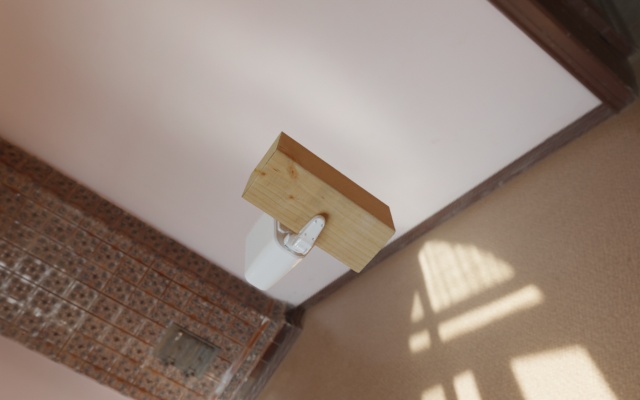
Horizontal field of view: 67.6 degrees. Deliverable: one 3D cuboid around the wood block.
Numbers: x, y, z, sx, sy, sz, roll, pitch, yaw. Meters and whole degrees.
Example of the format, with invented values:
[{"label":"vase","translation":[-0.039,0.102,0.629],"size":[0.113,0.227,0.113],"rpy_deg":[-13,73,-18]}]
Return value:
[{"label":"wood block","translation":[0.000,0.003,0.704],"size":[0.206,0.090,0.090],"rpy_deg":[34,21,-13]}]
